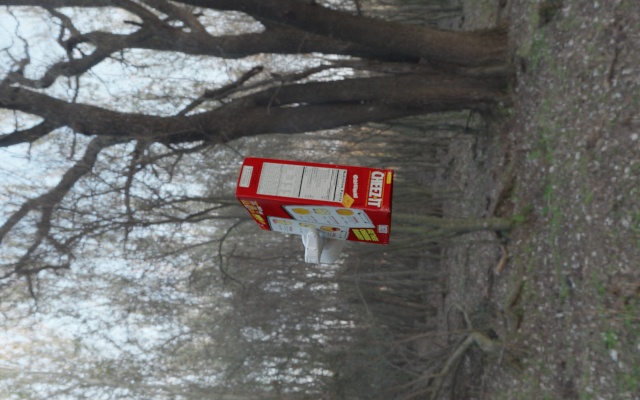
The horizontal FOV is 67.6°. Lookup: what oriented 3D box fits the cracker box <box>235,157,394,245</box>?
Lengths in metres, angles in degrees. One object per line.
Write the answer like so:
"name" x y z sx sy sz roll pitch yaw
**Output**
"cracker box" 0.000 0.003 0.717 0.213 0.072 0.164 5 -20 9
